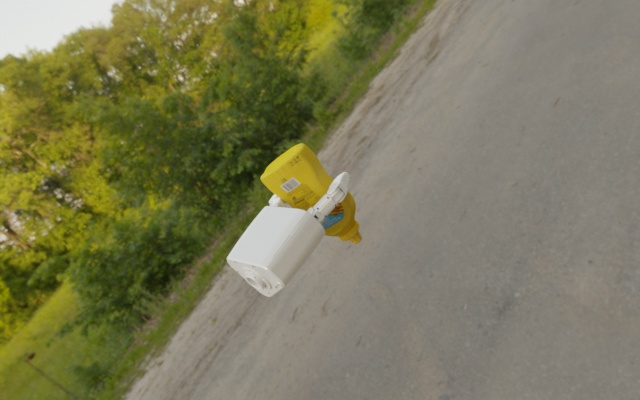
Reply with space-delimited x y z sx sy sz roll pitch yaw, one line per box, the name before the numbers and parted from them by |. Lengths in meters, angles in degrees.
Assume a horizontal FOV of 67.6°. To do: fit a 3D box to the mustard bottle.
mustard bottle | 0.000 0.002 0.771 0.096 0.192 0.058 -31 22 35
